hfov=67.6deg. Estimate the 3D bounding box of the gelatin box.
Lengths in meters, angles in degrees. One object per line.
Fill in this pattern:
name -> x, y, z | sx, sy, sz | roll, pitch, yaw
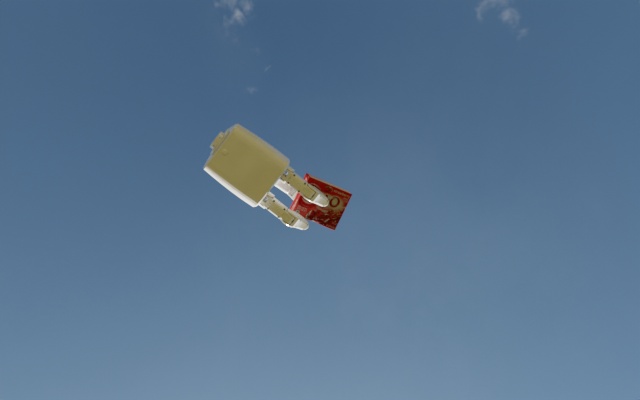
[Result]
gelatin box -> 0.000, 0.003, 0.842 | 0.089, 0.073, 0.030 | 22, 10, -20
